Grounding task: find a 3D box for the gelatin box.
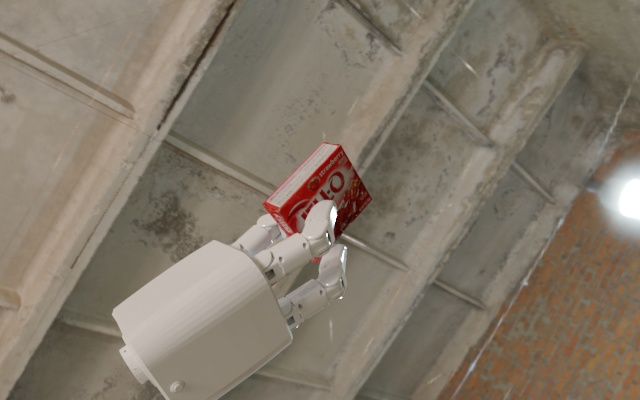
[{"bbox_3d":[0.000,0.001,0.449,0.030,0.089,0.073,18,-31,50],"label":"gelatin box"}]
